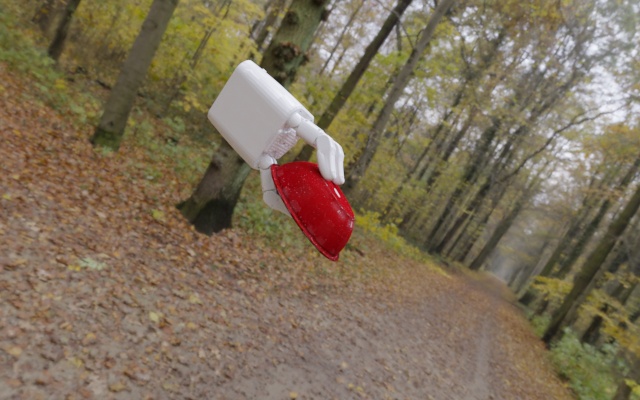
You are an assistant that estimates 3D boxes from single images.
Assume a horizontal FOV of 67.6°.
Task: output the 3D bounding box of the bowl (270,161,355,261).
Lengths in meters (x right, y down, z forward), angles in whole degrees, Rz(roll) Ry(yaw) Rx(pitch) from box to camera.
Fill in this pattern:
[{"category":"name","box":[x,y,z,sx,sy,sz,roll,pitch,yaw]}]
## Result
[{"category":"bowl","box":[0.001,0.003,0.659,0.055,0.162,0.162,-33,-6,10]}]
